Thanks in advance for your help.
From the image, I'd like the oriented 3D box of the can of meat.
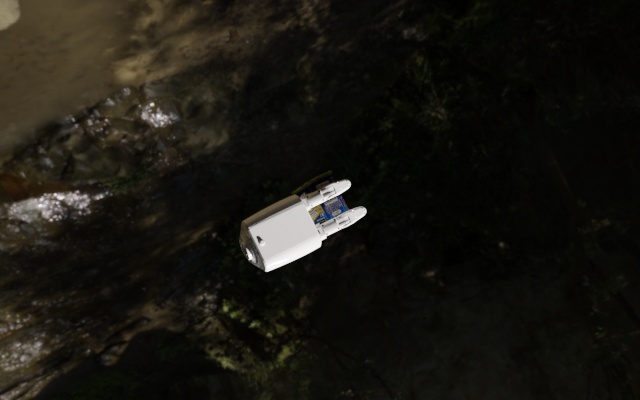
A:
[{"bbox_3d":[0.000,0.003,0.870,0.057,0.084,0.102,-25,-1,-27],"label":"can of meat"}]
